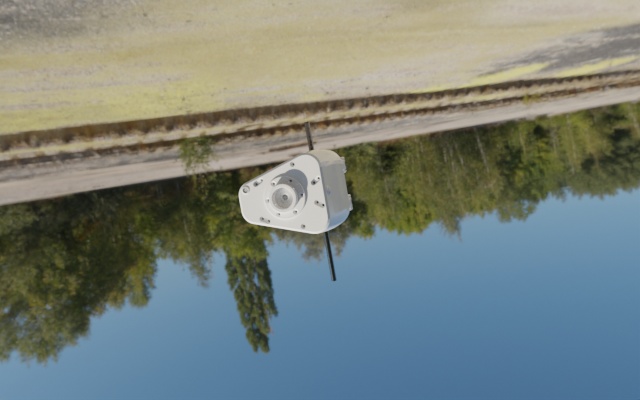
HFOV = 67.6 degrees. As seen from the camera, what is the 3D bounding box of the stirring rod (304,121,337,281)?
[{"bbox_3d":[0.000,0.002,0.712,0.011,0.239,0.011,-10,3,1],"label":"stirring rod"}]
